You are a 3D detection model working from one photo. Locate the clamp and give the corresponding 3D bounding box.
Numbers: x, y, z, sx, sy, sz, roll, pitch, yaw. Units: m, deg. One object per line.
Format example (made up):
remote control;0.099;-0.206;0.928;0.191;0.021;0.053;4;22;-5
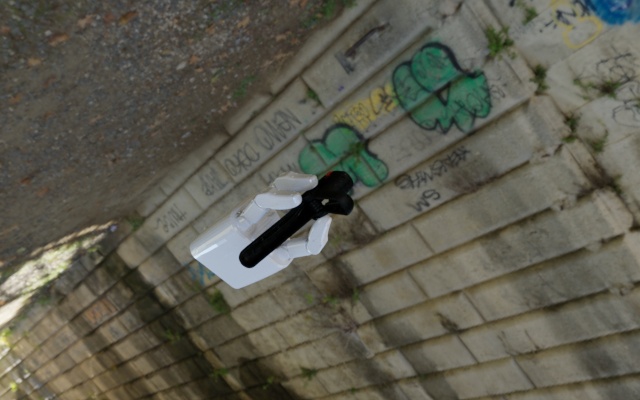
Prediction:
clamp;0.001;0.003;0.618;0.164;0.036;0.210;-28;11;33
